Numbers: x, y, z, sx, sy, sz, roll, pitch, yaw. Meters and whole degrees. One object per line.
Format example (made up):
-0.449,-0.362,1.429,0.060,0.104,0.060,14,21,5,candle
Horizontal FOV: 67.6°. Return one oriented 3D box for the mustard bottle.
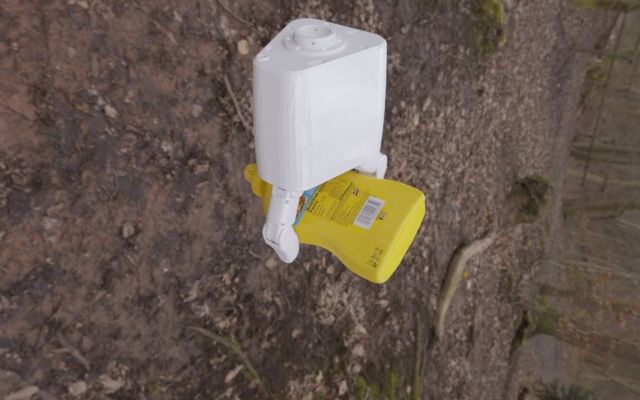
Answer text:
0.000,0.002,0.483,0.191,0.096,0.058,24,-21,25,mustard bottle
